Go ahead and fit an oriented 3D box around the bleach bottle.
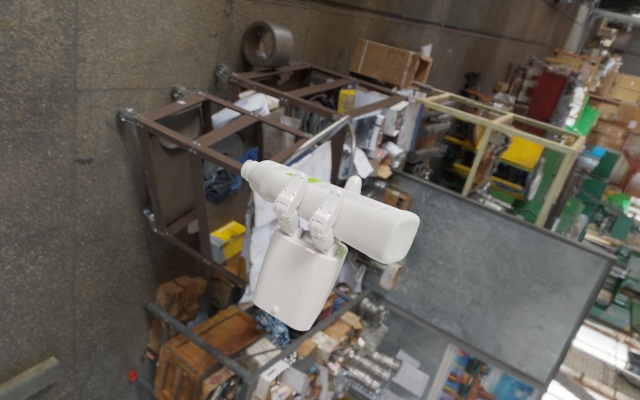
[{"bbox_3d":[0.000,0.002,0.646,0.251,0.068,0.102,25,9,26],"label":"bleach bottle"}]
